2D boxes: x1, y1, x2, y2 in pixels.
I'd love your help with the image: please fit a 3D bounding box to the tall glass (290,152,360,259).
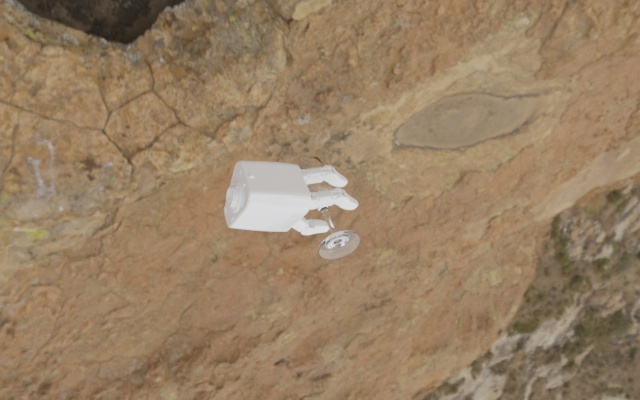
[{"bbox_3d":[0.000,0.003,0.853,0.079,0.201,0.079,-14,-39,-12],"label":"tall glass"}]
